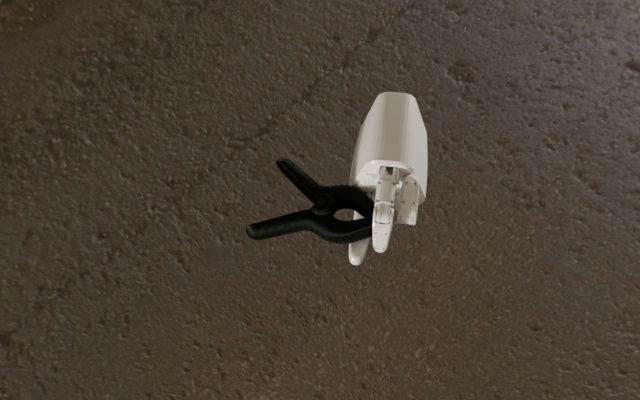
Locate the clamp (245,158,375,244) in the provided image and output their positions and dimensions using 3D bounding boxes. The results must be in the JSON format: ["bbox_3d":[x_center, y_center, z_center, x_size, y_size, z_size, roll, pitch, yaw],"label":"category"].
[{"bbox_3d":[0.000,0.002,0.598,0.171,0.120,0.039,6,-25,8],"label":"clamp"}]
